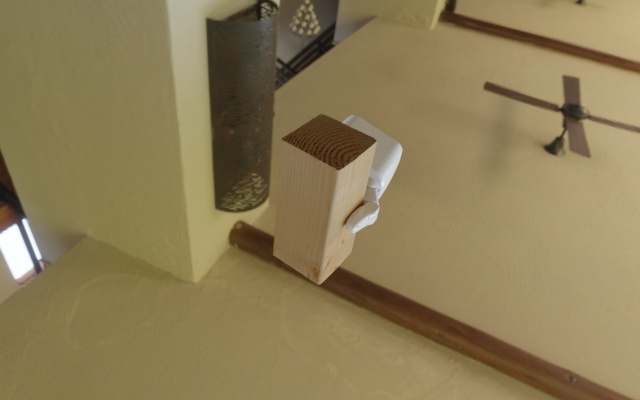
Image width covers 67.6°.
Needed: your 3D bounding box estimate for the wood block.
[{"bbox_3d":[0.001,0.002,0.653,0.091,0.206,0.090,29,45,23],"label":"wood block"}]
